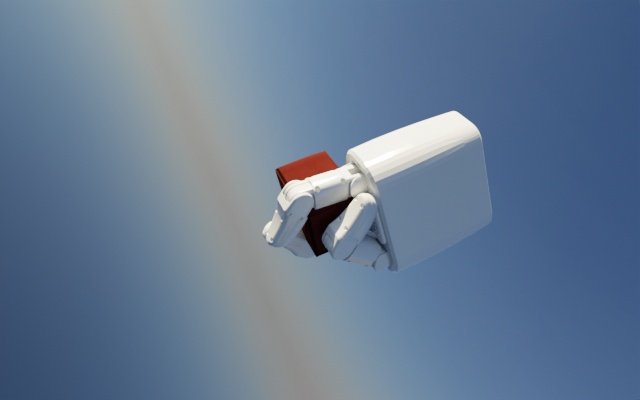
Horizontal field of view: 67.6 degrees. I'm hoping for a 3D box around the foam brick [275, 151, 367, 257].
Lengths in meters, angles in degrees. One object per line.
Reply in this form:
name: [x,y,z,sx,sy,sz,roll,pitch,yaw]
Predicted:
foam brick: [0.000,0.001,0.437,0.051,0.053,0.078,-24,44,-10]
